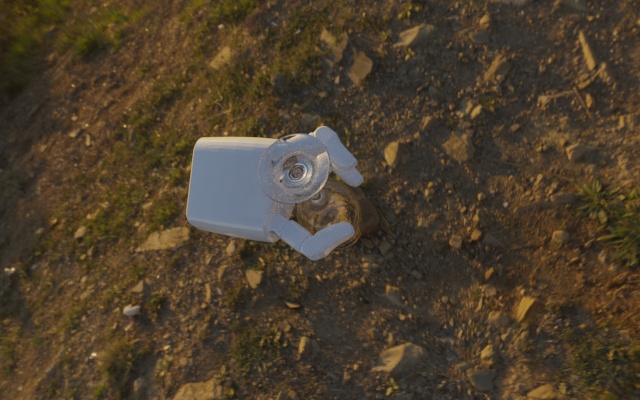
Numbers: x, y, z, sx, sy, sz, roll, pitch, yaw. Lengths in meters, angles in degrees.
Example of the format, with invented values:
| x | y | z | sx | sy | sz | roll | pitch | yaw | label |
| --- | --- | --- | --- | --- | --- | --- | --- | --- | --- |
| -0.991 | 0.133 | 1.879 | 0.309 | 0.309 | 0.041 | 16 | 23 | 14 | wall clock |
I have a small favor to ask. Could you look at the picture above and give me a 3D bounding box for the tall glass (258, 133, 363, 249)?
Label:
| x | y | z | sx | sy | sz | roll | pitch | yaw | label |
| --- | --- | --- | --- | --- | --- | --- | --- | --- | --- |
| 0.000 | 0.002 | 0.550 | 0.079 | 0.079 | 0.201 | 0 | -20 | 17 | tall glass |
